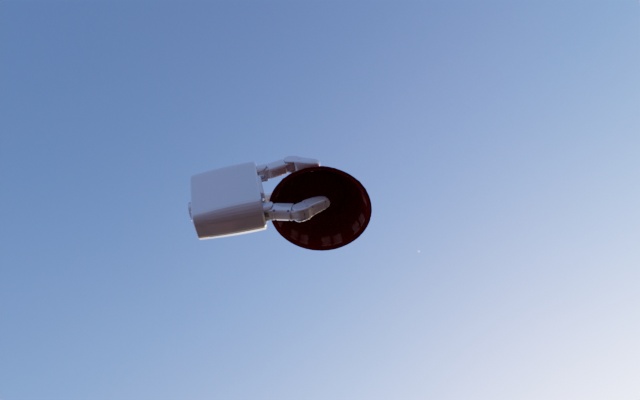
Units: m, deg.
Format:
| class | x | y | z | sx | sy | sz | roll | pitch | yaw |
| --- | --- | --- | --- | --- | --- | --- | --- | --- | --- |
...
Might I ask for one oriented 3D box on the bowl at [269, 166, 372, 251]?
| class | x | y | z | sx | sy | sz | roll | pitch | yaw |
| --- | --- | --- | --- | --- | --- | --- | --- | --- | --- |
| bowl | 0.001 | 0.002 | 0.766 | 0.162 | 0.162 | 0.055 | 0 | 34 | 2 |
